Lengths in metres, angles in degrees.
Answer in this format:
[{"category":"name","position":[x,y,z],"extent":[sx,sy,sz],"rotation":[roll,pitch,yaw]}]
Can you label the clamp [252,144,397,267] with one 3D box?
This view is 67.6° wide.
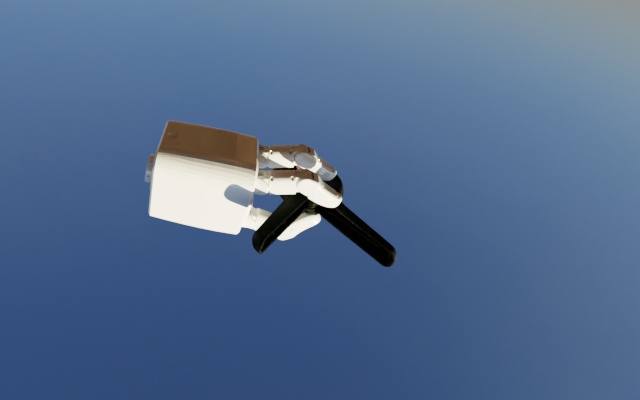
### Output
[{"category":"clamp","position":[0.000,0.002,0.579],"extent":[0.164,0.036,0.209],"rotation":[14,34,-16]}]
